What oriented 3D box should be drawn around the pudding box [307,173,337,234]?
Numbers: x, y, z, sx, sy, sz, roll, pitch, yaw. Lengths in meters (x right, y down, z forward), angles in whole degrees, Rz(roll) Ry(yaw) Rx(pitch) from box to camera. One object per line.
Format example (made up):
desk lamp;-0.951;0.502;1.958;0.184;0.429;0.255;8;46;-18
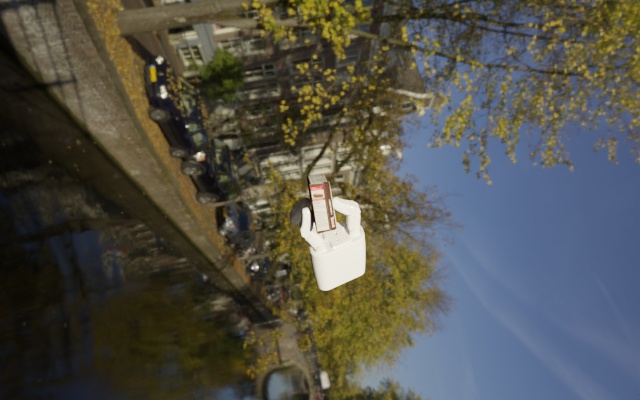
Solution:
pudding box;0.000;0.003;0.869;0.039;0.090;0.113;-11;11;-4
